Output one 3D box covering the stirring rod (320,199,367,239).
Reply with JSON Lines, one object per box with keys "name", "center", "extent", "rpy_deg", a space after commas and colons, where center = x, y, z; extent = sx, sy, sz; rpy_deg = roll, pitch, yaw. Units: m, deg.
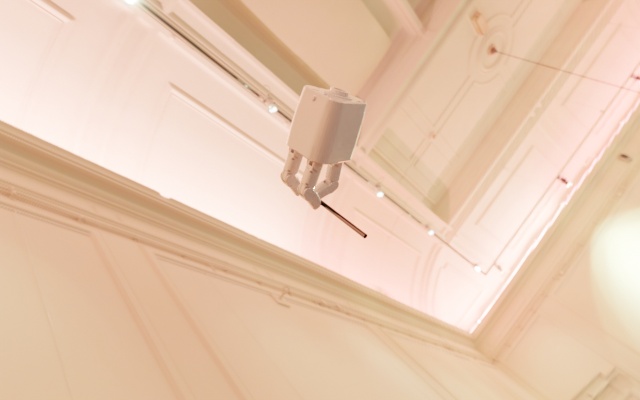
{"name": "stirring rod", "center": [0.000, 0.003, 0.833], "extent": [0.011, 0.011, 0.239], "rpy_deg": [0, 27, -41]}
